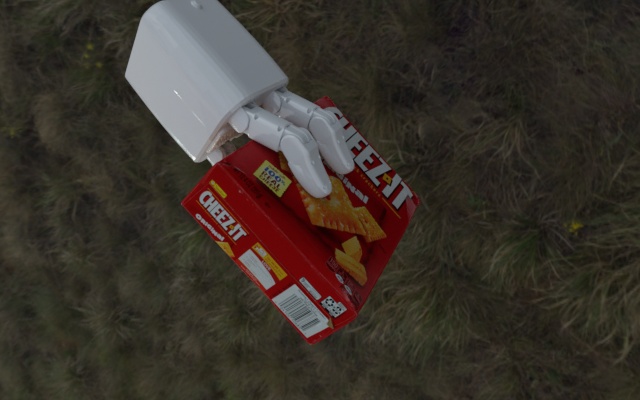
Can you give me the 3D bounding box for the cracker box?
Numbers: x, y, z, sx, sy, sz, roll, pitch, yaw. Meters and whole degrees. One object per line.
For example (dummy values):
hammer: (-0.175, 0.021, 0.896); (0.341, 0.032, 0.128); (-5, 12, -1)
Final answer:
cracker box: (0.000, 0.002, 0.462); (0.072, 0.164, 0.213); (-39, 4, 36)
